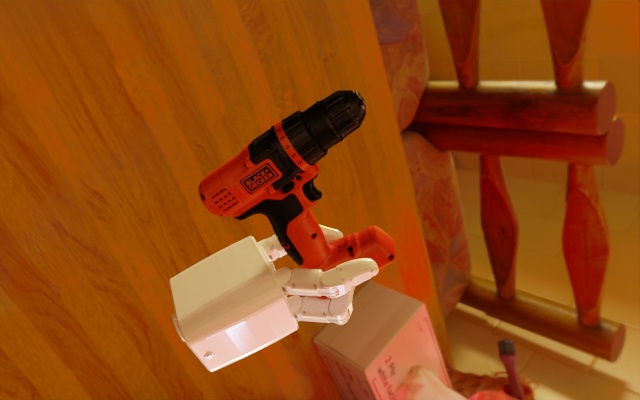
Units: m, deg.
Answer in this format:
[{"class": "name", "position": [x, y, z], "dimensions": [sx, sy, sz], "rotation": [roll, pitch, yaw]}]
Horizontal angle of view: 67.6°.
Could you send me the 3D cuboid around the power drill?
[{"class": "power drill", "position": [0.000, 0.002, 0.488], "dimensions": [0.184, 0.188, 0.057], "rotation": [-31, 26, 14]}]
